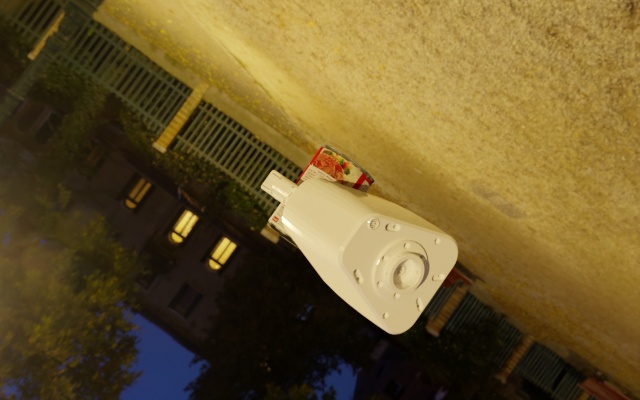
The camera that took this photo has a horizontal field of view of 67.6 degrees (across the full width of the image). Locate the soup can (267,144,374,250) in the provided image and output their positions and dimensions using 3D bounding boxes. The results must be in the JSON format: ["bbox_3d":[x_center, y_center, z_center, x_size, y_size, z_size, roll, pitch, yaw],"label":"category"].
[{"bbox_3d":[0.000,0.002,0.501,0.068,0.102,0.068,35,-2,2],"label":"soup can"}]
